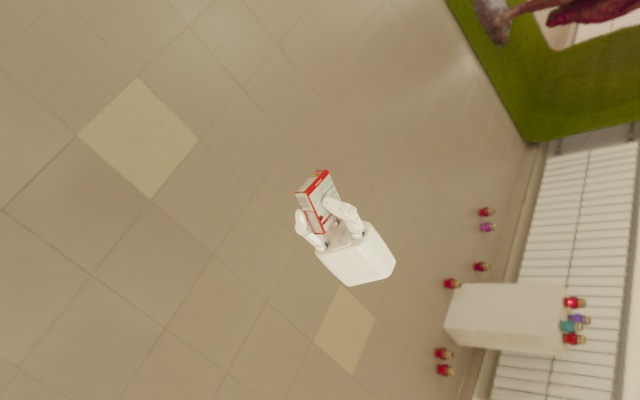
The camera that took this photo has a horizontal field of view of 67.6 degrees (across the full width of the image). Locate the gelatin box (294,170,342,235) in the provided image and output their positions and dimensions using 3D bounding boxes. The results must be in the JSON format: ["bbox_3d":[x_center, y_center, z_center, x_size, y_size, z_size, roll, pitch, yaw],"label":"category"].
[{"bbox_3d":[0.000,0.002,0.822,0.030,0.089,0.073,0,35,39],"label":"gelatin box"}]
